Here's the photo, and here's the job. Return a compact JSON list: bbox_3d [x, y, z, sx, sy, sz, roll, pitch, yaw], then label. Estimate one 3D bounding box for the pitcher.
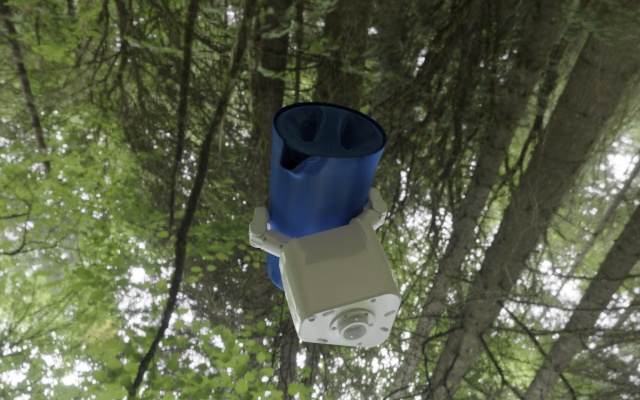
[{"bbox_3d":[0.000,0.002,0.623,0.149,0.243,0.145,-1,38,-16],"label":"pitcher"}]
